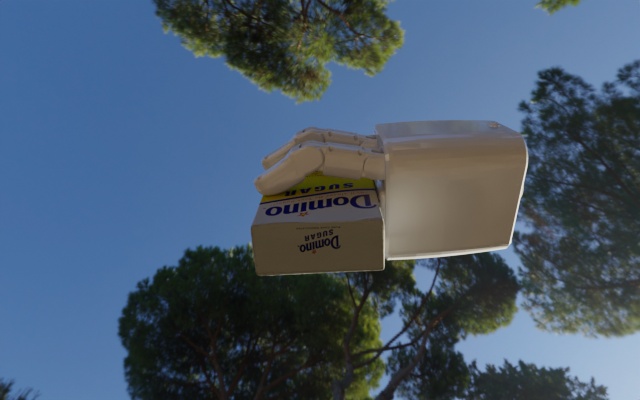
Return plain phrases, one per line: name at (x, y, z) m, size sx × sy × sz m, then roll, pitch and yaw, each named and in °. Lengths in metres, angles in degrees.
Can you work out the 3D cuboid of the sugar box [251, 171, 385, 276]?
sugar box at (0.000, 0.001, 0.406) m, size 0.093 × 0.048 × 0.176 m, roll -3°, pitch 19°, yaw 1°
